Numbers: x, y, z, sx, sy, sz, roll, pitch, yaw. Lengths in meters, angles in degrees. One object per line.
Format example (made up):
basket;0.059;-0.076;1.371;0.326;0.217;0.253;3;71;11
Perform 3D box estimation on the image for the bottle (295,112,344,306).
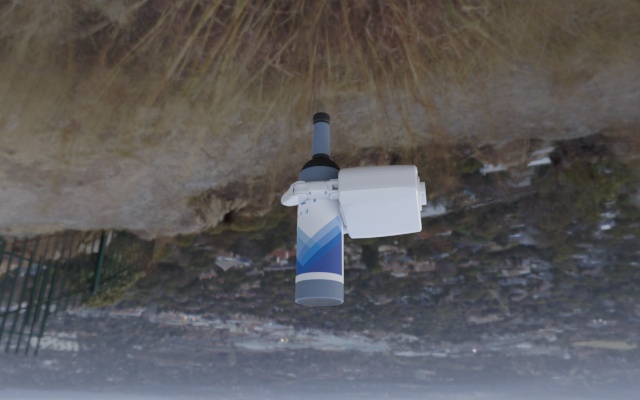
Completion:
bottle;0.000;0.003;0.707;0.069;0.295;0.069;1;-22;0
